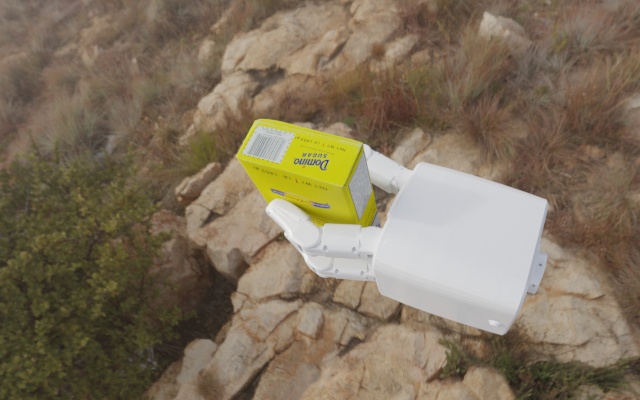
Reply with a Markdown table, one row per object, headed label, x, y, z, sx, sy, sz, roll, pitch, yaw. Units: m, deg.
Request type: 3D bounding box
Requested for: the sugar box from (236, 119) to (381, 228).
| label | x | y | z | sx | sy | sz | roll | pitch | yaw |
| --- | --- | --- | --- | --- | --- | --- | --- | --- | --- |
| sugar box | 0.000 | 0.002 | 0.428 | 0.093 | 0.048 | 0.176 | 17 | -24 | 21 |
